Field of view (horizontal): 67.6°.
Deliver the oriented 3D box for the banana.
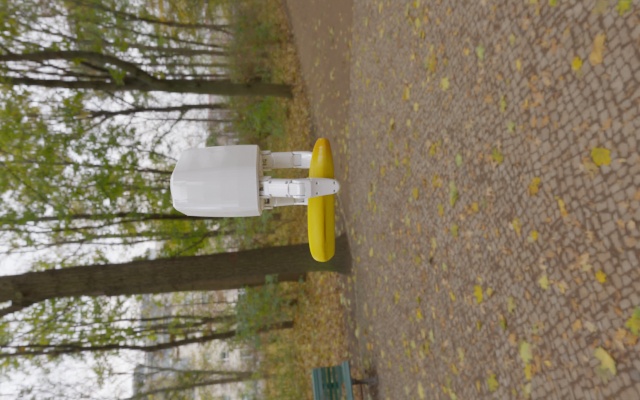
[{"bbox_3d":[0.001,0.016,0.648,0.037,0.198,0.069,-2,35,-1],"label":"banana"}]
